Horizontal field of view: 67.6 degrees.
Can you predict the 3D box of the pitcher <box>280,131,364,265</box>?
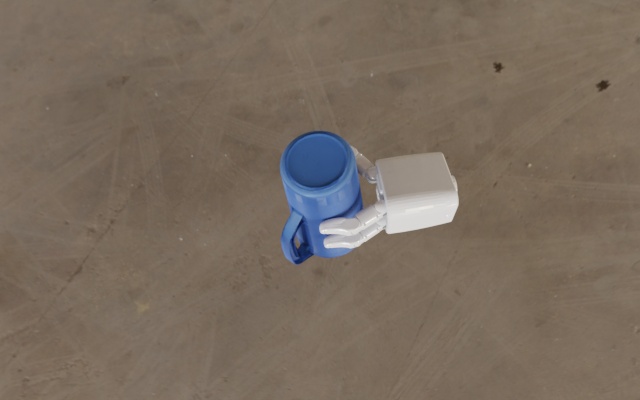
[{"bbox_3d":[0.000,0.002,0.769,0.145,0.149,0.243,-7,-25,3],"label":"pitcher"}]
